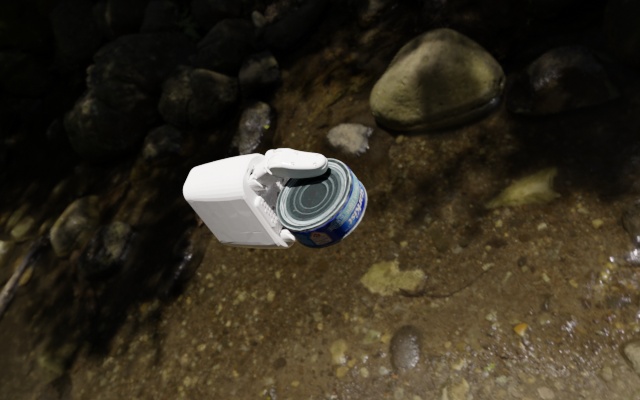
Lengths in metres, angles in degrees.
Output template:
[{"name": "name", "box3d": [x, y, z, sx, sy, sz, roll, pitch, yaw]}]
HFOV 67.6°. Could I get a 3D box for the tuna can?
[{"name": "tuna can", "box3d": [0.000, 0.001, 0.465, 0.086, 0.086, 0.034, 0, -33, 36]}]
